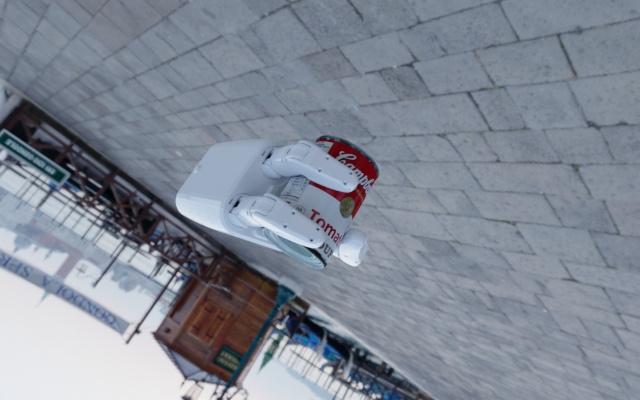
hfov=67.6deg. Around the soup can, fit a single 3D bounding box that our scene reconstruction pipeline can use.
[{"bbox_3d":[0.000,0.002,0.431,0.068,0.102,0.068,28,-19,10],"label":"soup can"}]
